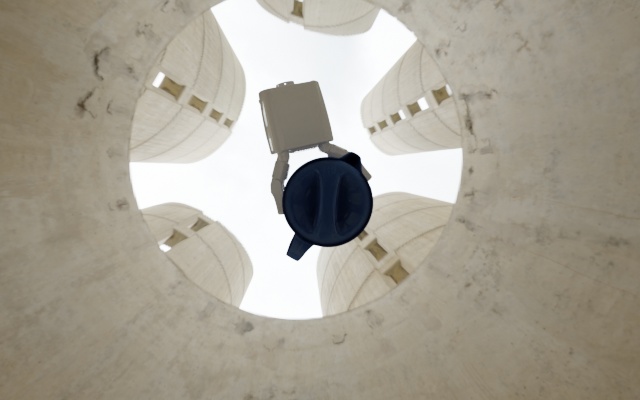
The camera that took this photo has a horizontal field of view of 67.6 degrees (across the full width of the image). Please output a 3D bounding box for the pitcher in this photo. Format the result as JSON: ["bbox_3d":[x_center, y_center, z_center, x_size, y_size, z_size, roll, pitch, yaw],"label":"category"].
[{"bbox_3d":[0.000,0.002,0.807,0.149,0.145,0.243,-15,5,-1],"label":"pitcher"}]
